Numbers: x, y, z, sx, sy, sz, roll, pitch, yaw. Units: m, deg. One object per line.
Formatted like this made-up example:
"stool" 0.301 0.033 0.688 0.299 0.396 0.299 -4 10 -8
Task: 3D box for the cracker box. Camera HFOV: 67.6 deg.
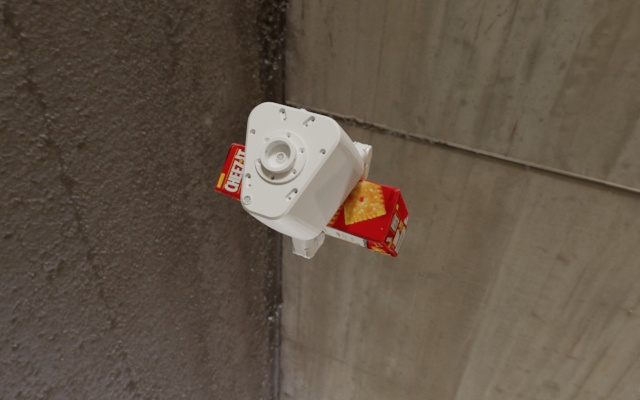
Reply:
"cracker box" 0.000 0.002 0.614 0.213 0.072 0.164 18 -6 18
